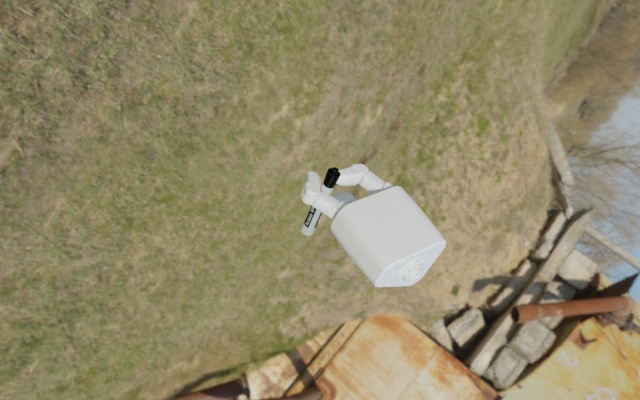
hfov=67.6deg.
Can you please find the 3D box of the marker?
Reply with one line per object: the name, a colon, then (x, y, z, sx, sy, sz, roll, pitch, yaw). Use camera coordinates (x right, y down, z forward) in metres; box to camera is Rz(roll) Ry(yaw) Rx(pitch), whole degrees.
marker: (0.000, 0.002, 0.674, 0.020, 0.121, 0.020, 16, 38, -12)
